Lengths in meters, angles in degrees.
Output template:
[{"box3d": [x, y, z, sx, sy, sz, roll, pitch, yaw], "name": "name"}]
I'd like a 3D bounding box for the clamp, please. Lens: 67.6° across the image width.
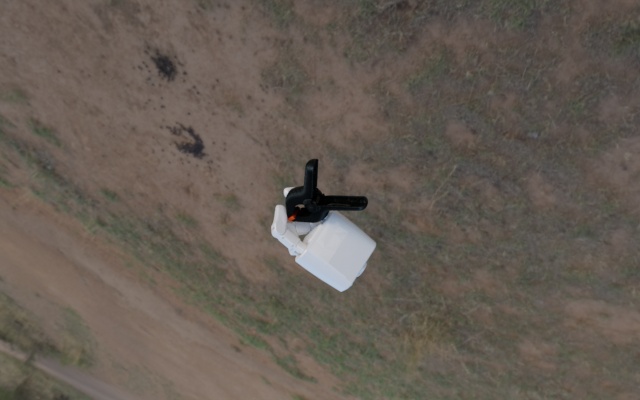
[{"box3d": [0.000, 0.003, 0.812, 0.120, 0.039, 0.171, 37, -33, -6], "name": "clamp"}]
